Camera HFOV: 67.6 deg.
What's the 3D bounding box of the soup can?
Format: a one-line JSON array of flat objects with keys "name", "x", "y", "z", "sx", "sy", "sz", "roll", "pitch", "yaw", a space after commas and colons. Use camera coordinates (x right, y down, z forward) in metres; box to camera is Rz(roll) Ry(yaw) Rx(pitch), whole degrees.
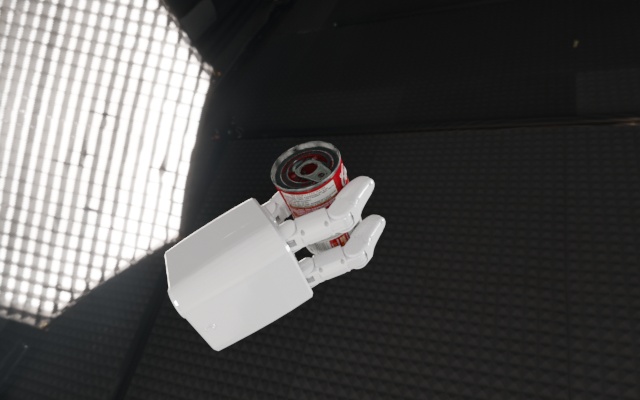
[{"name": "soup can", "x": 0.001, "y": 0.001, "z": 0.477, "sx": 0.068, "sy": 0.068, "sz": 0.102, "roll": 0, "pitch": -44, "yaw": 24}]
